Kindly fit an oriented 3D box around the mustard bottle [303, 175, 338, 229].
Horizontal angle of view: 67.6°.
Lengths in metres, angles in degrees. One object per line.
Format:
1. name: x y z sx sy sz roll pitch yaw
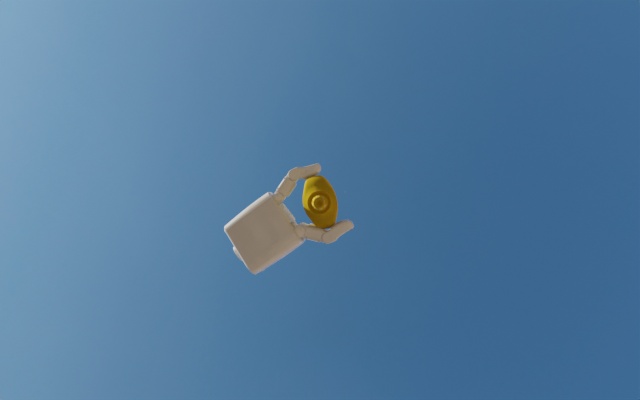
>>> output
1. mustard bottle: 0.000 0.003 0.860 0.058 0.096 0.191 -12 0 3
